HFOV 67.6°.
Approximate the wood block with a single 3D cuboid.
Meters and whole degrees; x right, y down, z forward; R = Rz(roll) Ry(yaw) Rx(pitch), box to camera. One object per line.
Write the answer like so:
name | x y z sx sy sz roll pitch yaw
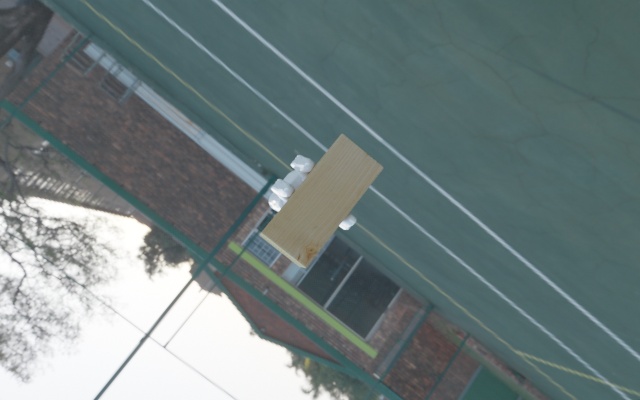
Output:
wood block | 0.000 0.003 0.793 0.091 0.206 0.090 39 -11 -3
